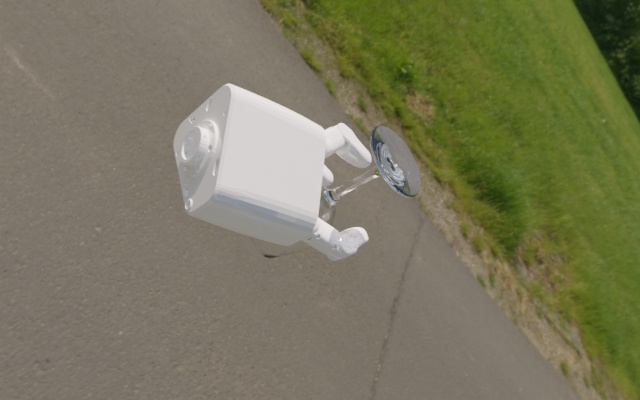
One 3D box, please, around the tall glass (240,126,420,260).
[{"bbox_3d":[0.001,0.001,0.503,0.201,0.079,0.079,-29,-18,36],"label":"tall glass"}]
